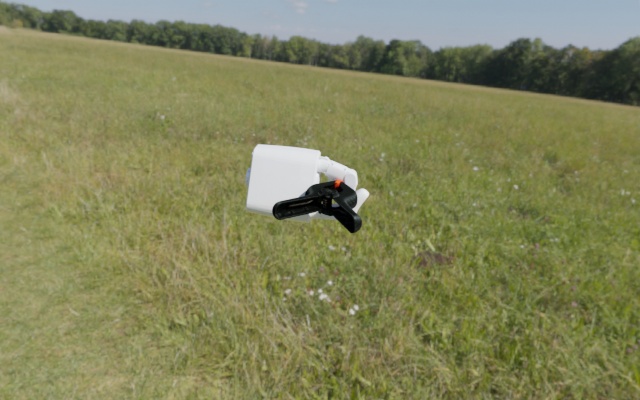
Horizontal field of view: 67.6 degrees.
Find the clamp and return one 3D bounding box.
[{"bbox_3d":[0.000,0.002,0.691,0.120,0.039,0.171,13,16,1],"label":"clamp"}]
